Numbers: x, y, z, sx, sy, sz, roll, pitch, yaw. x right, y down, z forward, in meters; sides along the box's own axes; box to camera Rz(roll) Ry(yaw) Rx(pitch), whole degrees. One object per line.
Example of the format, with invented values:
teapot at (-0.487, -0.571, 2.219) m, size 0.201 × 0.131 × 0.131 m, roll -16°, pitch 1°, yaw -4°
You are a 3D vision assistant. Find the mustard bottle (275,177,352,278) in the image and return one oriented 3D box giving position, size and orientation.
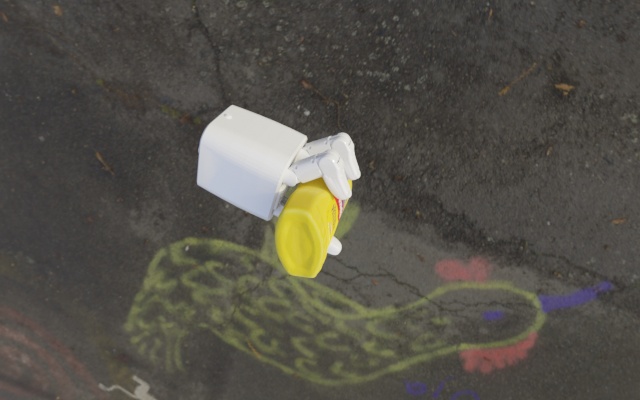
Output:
mustard bottle at (0.000, 0.002, 0.598) m, size 0.058 × 0.096 × 0.191 m, roll 4°, pitch 32°, yaw 15°
